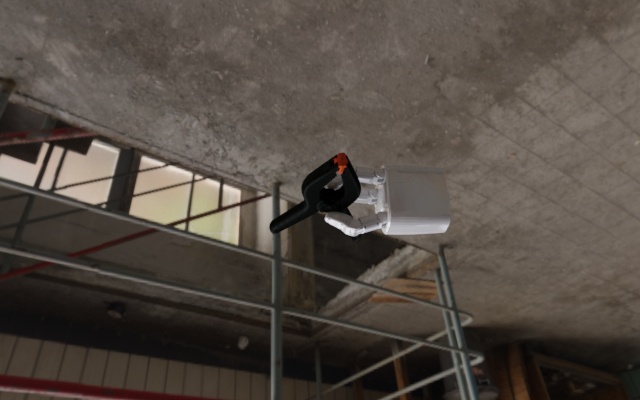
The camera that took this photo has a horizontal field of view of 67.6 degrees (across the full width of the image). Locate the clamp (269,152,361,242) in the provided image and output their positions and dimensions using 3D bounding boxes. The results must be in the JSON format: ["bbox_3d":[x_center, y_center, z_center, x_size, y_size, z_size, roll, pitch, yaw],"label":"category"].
[{"bbox_3d":[0.000,0.003,0.778,0.164,0.036,0.210,1,-38,-6],"label":"clamp"}]
